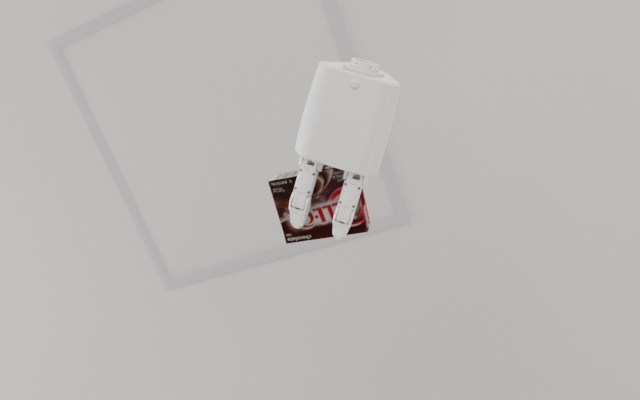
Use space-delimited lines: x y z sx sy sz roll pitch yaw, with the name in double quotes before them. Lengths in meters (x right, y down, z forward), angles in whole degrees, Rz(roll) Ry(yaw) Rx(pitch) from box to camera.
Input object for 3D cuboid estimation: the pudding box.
"pudding box" 0.000 0.002 0.611 0.113 0.090 0.039 -9 19 16
